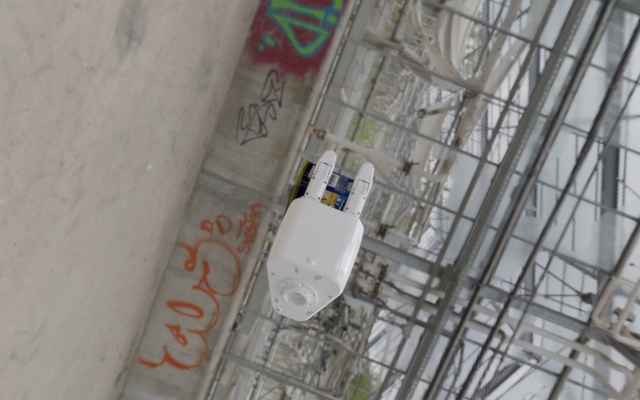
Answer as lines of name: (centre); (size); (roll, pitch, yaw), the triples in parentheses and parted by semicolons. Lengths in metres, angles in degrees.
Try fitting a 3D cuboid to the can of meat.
can of meat: (0.000, 0.002, 0.675); (0.084, 0.102, 0.057); (22, 38, 1)
